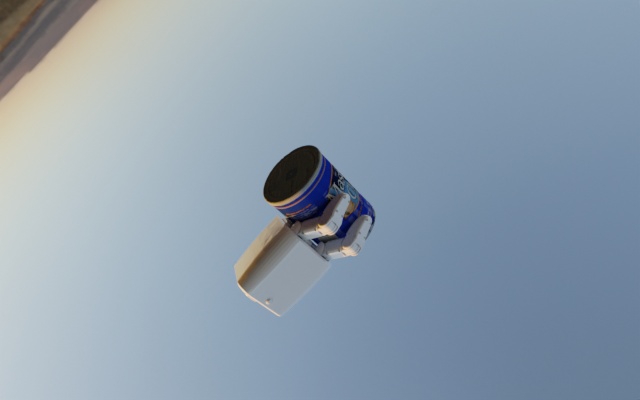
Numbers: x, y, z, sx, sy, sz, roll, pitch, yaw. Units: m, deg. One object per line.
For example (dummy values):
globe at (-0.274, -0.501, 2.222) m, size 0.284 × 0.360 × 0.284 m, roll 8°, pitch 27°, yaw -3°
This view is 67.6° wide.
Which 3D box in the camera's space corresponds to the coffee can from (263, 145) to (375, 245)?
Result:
coffee can at (0.000, 0.002, 0.700) m, size 0.103 × 0.102 × 0.140 m, roll 0°, pitch -35°, yaw 47°
